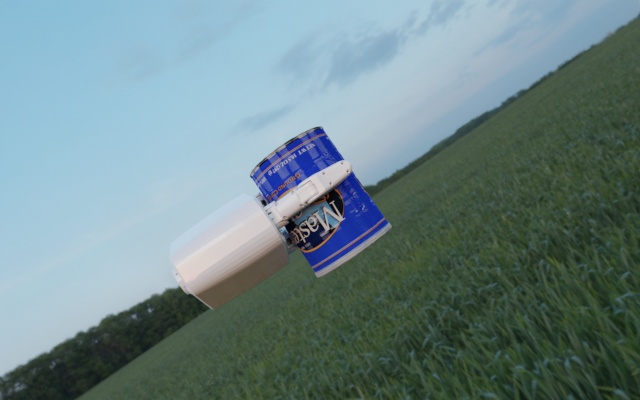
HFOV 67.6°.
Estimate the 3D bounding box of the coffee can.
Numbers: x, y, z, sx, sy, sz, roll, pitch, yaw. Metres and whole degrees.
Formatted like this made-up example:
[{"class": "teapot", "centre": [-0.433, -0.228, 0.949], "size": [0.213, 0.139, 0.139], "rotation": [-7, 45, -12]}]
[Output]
[{"class": "coffee can", "centre": [0.000, 0.002, 0.548], "size": [0.103, 0.140, 0.103], "rotation": [-34, -4, -2]}]
